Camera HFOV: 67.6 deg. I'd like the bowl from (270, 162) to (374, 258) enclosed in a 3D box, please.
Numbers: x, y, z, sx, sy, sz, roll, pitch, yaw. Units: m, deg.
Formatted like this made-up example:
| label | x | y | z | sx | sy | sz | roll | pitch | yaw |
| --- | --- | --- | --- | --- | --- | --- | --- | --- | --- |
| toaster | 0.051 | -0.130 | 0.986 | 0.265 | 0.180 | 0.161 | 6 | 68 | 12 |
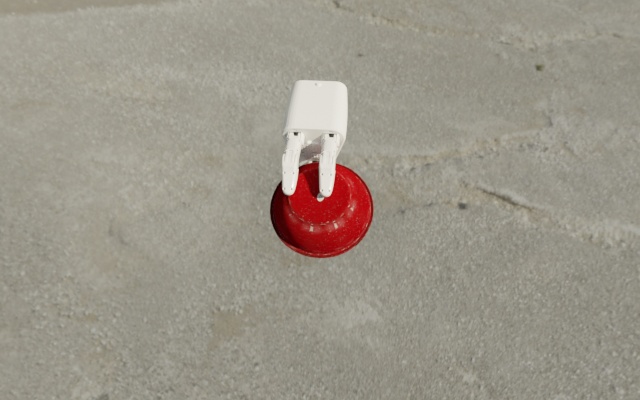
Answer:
| label | x | y | z | sx | sy | sz | roll | pitch | yaw |
| --- | --- | --- | --- | --- | --- | --- | --- | --- | --- |
| bowl | 0.000 | 0.003 | 0.719 | 0.162 | 0.162 | 0.055 | 0 | -22 | 3 |
